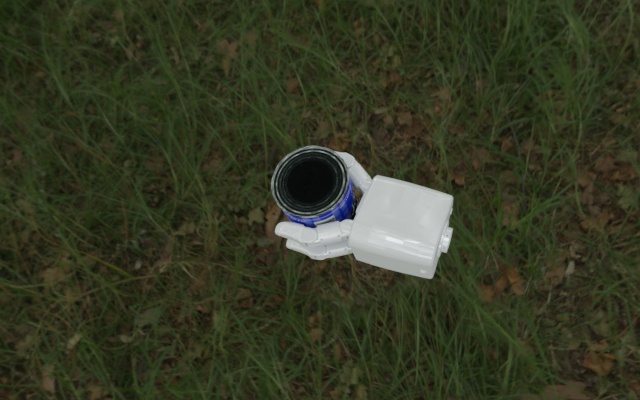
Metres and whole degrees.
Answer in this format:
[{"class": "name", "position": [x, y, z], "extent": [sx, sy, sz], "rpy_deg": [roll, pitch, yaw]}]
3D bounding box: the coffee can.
[{"class": "coffee can", "position": [0.000, 0.002, 0.670], "extent": [0.103, 0.102, 0.140], "rpy_deg": [0, -23, 13]}]
